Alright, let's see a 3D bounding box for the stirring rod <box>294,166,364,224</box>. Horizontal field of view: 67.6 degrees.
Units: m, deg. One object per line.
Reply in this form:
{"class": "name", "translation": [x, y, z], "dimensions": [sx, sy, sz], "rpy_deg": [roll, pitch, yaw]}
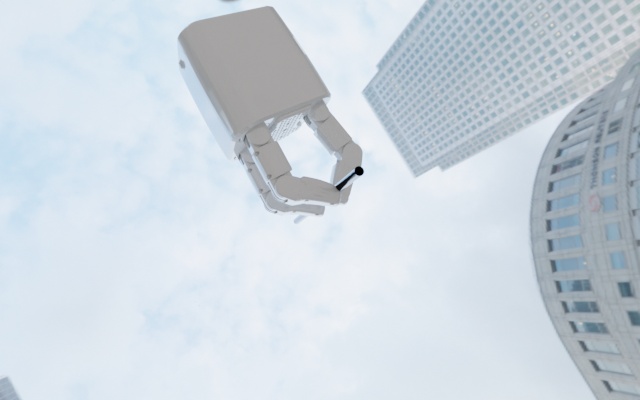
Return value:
{"class": "stirring rod", "translation": [0.000, 0.001, 0.481], "dimensions": [0.011, 0.011, 0.239], "rpy_deg": [0, -12, -15]}
